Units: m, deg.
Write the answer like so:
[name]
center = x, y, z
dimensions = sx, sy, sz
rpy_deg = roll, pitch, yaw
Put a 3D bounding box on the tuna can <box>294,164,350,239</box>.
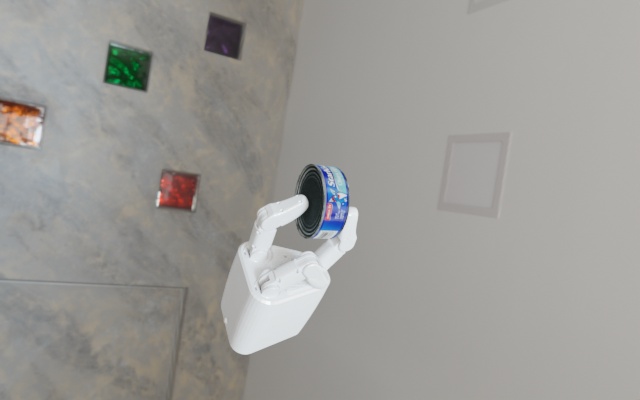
[tuna can]
center = 0.001, 0.002, 0.552
dimensions = 0.034, 0.086, 0.086
rpy_deg = 4, -2, -25
